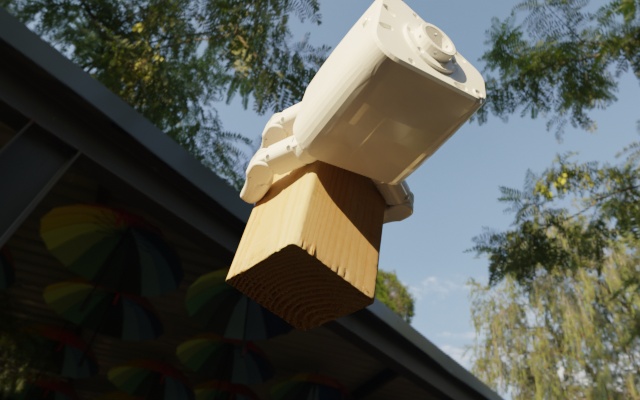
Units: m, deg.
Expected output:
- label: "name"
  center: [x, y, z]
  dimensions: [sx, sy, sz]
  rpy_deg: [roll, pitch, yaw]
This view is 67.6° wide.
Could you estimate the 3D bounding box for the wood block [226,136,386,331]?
- label: "wood block"
  center: [0.001, 0.001, 0.449]
  dimensions: [0.091, 0.206, 0.090]
  rpy_deg: [39, -49, -23]
